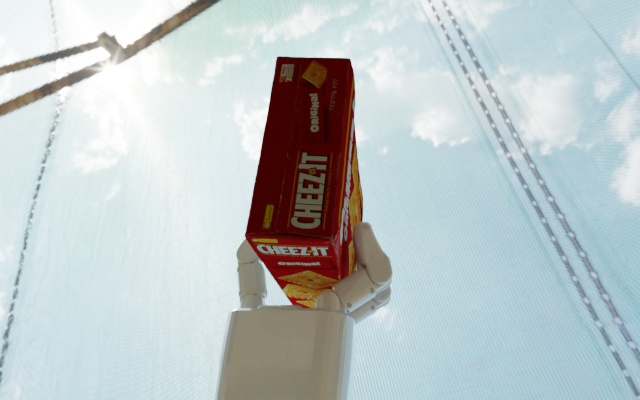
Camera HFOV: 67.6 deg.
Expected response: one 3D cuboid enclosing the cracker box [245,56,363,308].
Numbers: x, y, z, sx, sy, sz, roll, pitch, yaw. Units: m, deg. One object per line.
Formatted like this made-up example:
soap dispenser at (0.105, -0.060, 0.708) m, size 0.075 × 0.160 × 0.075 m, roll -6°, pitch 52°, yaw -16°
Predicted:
cracker box at (0.000, 0.002, 0.446) m, size 0.072 × 0.164 × 0.214 m, roll 2°, pitch -26°, yaw 8°
